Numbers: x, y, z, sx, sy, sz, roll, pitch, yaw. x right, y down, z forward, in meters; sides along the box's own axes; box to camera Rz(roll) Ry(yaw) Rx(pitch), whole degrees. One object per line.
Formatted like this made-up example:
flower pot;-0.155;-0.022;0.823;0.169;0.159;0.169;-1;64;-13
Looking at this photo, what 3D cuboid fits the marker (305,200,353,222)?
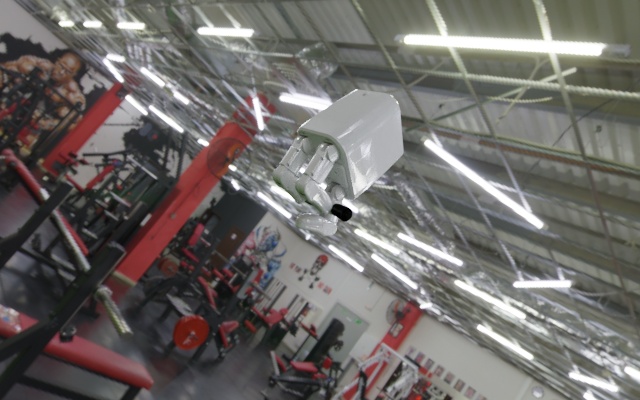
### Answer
marker;0.000;0.002;0.627;0.020;0.020;0.121;0;16;-38
